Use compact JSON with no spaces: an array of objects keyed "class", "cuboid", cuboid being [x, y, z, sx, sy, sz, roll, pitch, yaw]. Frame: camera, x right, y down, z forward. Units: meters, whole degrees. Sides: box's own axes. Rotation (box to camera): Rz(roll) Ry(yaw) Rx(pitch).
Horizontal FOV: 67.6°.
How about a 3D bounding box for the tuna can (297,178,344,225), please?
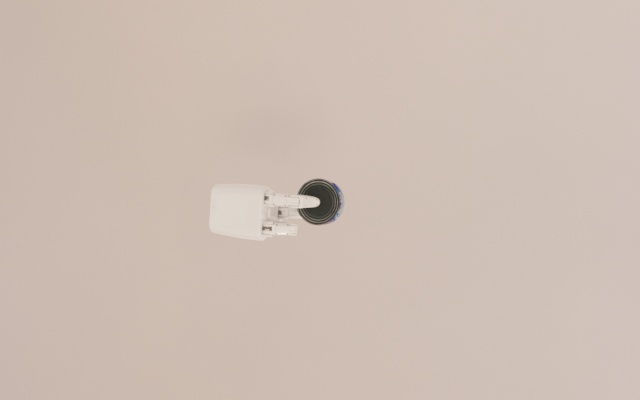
[{"class":"tuna can","cuboid":[0.000,0.003,0.884,0.086,0.086,0.034,0,-1,20]}]
